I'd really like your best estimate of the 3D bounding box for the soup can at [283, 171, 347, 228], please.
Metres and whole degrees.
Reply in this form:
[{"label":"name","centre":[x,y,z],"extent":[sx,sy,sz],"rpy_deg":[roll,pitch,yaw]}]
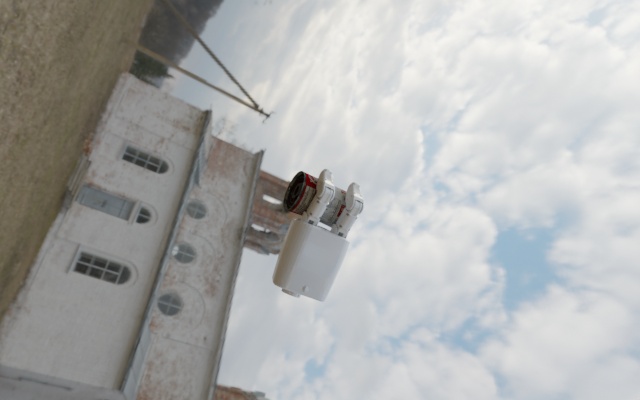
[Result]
[{"label":"soup can","centre":[0.001,0.002,0.778],"extent":[0.102,0.068,0.068],"rpy_deg":[23,-9,-22]}]
